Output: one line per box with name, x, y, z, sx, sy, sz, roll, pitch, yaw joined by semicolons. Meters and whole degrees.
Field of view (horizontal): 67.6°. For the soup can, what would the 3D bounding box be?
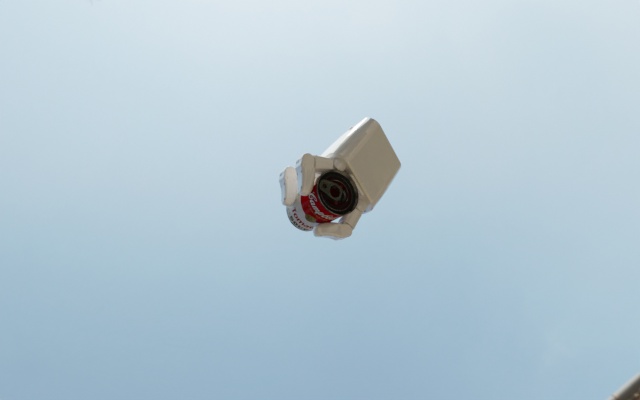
soup can;0.000;0.003;0.706;0.068;0.068;0.102;0;-17;-31
